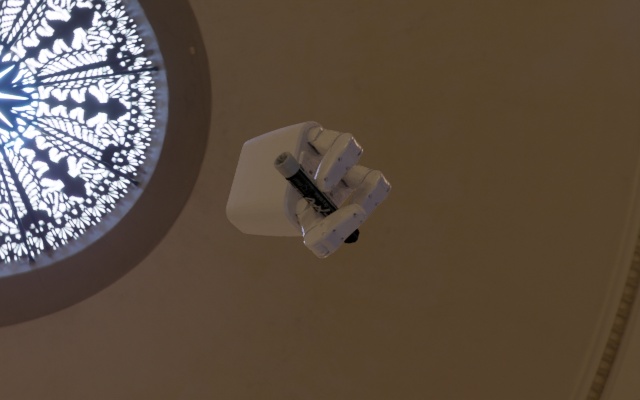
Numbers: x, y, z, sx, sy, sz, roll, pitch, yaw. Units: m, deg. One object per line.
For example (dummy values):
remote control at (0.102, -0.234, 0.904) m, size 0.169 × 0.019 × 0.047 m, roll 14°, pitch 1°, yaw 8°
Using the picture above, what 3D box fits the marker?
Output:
marker at (0.000, 0.001, 0.447) m, size 0.020 × 0.020 × 0.121 m, roll 0°, pitch -38°, yaw 46°
